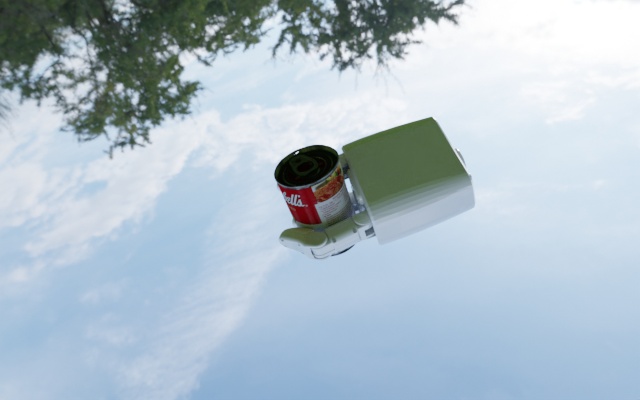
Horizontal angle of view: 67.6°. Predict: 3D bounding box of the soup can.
[{"bbox_3d":[0.000,0.002,0.504,0.068,0.102,0.068,-13,39,11],"label":"soup can"}]
